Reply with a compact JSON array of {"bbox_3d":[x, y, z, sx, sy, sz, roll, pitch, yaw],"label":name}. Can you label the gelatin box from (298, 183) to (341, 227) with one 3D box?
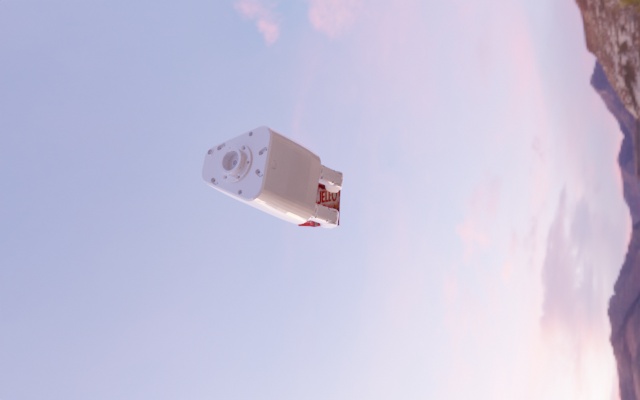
[{"bbox_3d":[0.000,0.002,0.722,0.030,0.073,0.089,2,-1,28],"label":"gelatin box"}]
